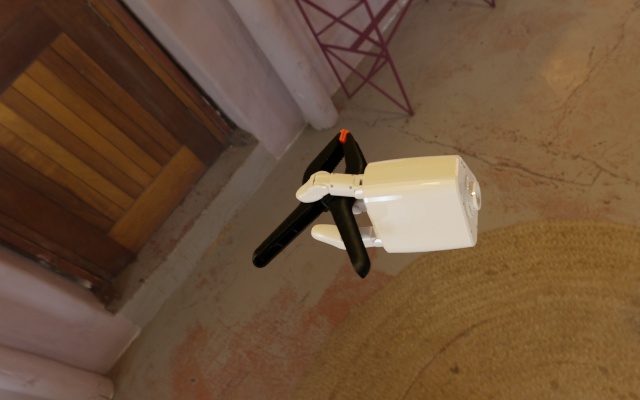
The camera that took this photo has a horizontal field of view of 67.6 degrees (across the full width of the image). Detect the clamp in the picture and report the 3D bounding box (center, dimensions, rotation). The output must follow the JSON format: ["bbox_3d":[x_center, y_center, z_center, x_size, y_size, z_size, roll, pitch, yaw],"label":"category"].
[{"bbox_3d":[0.000,0.001,0.609,0.164,0.209,0.036,-6,-34,29],"label":"clamp"}]
